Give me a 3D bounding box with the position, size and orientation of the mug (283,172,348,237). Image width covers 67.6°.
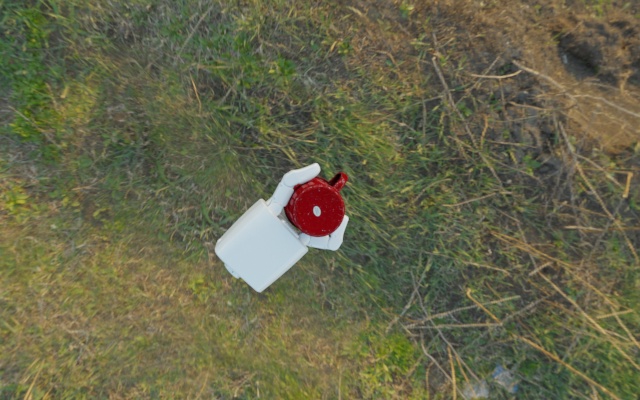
[{"bbox_3d":[0.001,0.002,0.746,0.093,0.117,0.081,46,-1,-12],"label":"mug"}]
